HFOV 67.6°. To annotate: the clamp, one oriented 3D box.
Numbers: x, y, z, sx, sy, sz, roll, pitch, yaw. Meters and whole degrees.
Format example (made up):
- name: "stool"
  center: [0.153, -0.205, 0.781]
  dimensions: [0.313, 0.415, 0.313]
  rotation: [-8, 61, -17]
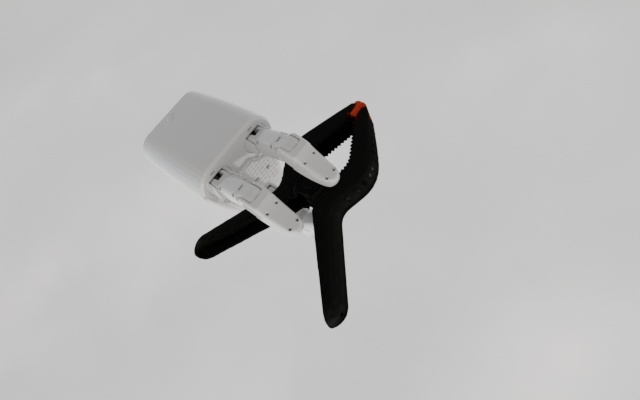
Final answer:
- name: "clamp"
  center: [0.000, 0.001, 0.437]
  dimensions: [0.164, 0.210, 0.036]
  rotation: [29, -15, 31]
